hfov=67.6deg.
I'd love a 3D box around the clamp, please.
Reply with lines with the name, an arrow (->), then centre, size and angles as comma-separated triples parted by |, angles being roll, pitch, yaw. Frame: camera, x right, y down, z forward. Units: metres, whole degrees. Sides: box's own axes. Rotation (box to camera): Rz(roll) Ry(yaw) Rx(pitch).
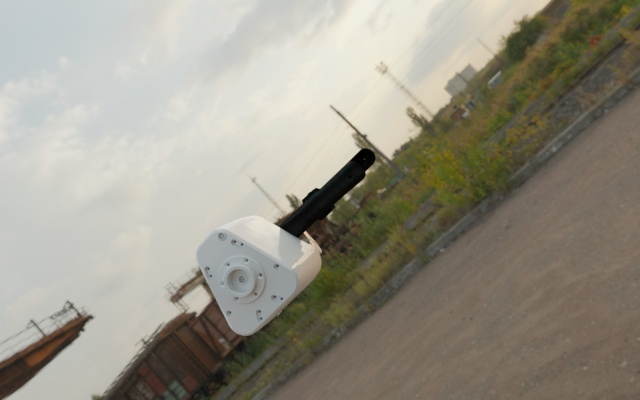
clamp -> 0.000, 0.002, 0.577 | 0.171, 0.039, 0.120 | -46, -5, 10
